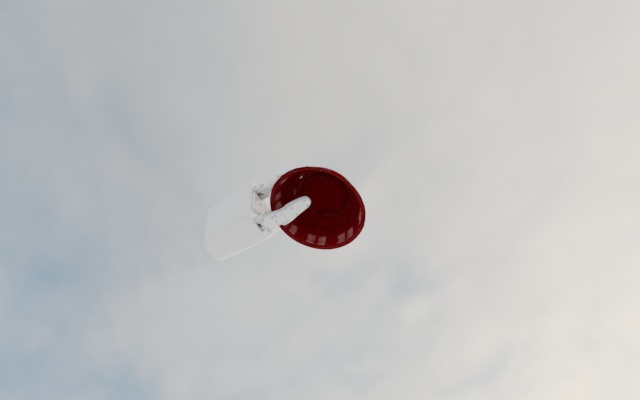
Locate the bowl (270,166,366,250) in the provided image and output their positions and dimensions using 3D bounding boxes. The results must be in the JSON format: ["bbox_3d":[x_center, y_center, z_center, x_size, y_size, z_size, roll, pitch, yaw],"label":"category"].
[{"bbox_3d":[0.001,0.002,0.798,0.162,0.162,0.055,0,32,18],"label":"bowl"}]
